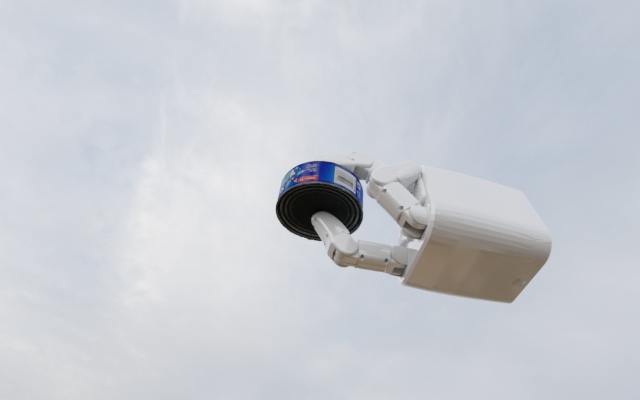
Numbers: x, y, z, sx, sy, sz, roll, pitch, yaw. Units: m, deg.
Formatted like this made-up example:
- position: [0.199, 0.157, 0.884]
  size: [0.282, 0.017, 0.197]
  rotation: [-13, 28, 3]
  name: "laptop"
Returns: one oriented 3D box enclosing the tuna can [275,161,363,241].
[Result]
- position: [0.000, 0.001, 0.474]
  size: [0.086, 0.033, 0.086]
  rotation: [4, -42, 3]
  name: "tuna can"
